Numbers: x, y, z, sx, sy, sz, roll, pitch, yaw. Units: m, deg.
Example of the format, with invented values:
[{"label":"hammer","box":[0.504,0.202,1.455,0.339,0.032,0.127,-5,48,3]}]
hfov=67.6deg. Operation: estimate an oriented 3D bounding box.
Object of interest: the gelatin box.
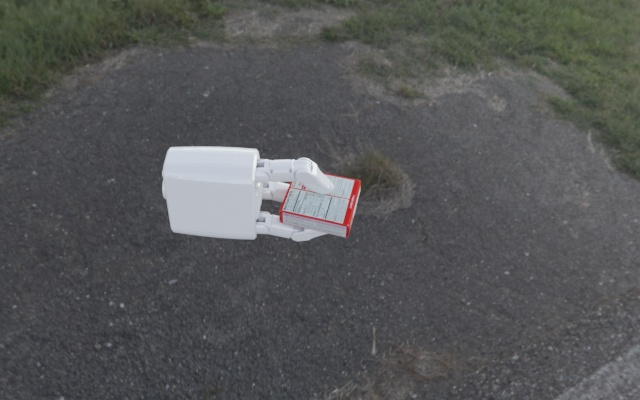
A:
[{"label":"gelatin box","box":[0.000,0.002,0.600,0.089,0.073,0.030,11,-36,8]}]
